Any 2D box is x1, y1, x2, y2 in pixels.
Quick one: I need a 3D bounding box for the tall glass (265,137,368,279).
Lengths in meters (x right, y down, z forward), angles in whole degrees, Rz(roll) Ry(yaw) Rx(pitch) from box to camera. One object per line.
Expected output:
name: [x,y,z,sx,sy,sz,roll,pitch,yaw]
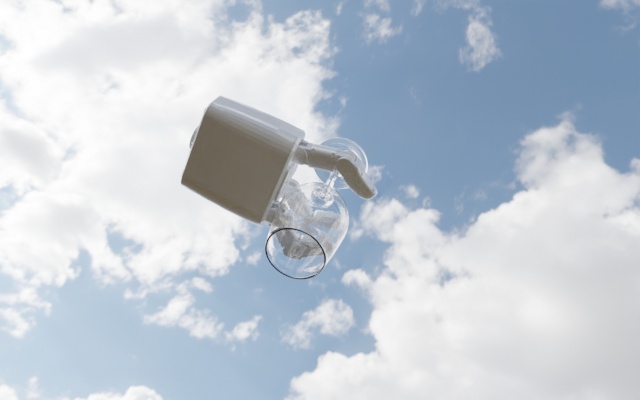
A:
tall glass: [0.000,0.001,0.540,0.079,0.079,0.201,0,31,17]
